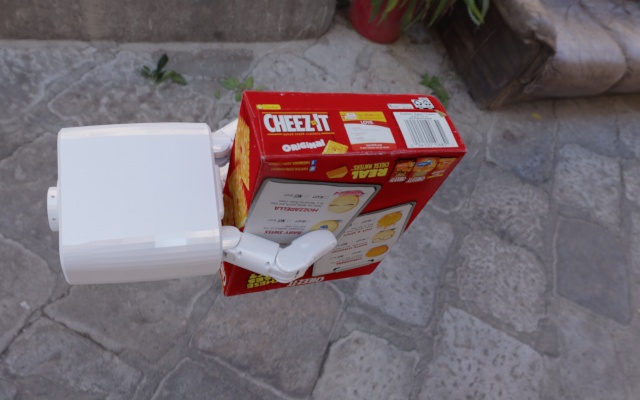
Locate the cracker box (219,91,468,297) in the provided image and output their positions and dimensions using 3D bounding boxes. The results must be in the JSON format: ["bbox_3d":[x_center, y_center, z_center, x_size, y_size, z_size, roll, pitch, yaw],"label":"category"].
[{"bbox_3d":[0.000,0.001,0.426,0.164,0.072,0.214,-5,-32,-22],"label":"cracker box"}]
